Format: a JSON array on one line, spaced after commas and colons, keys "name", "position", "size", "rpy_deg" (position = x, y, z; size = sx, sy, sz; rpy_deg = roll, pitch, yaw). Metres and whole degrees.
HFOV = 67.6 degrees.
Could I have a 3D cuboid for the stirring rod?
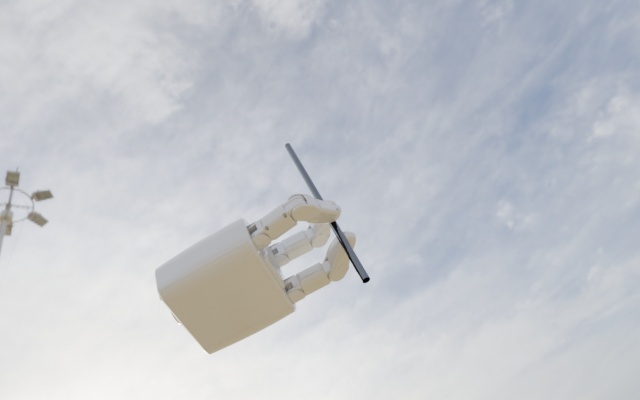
[{"name": "stirring rod", "position": [0.000, 0.002, 0.529], "size": [0.011, 0.011, 0.239], "rpy_deg": [0, 37, -26]}]
